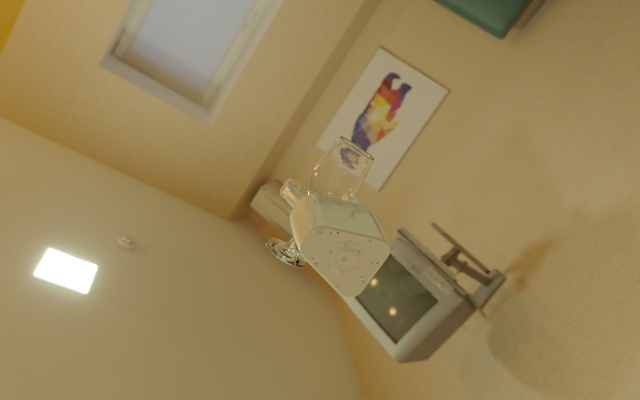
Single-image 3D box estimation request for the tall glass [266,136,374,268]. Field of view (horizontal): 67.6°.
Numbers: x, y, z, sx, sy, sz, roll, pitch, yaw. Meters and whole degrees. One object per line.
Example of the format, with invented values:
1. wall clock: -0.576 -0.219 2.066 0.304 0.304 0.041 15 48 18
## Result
1. tall glass: 0.000 0.003 0.728 0.079 0.201 0.079 32 13 -8
